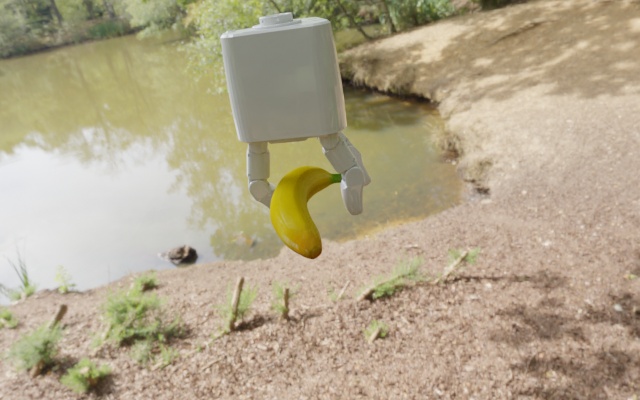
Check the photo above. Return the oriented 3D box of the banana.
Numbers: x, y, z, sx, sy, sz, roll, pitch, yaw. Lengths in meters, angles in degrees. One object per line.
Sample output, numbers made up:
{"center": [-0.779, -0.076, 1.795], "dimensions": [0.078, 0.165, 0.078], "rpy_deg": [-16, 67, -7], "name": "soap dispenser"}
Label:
{"center": [-0.018, 0.001, 0.492], "dimensions": [0.069, 0.037, 0.197], "rpy_deg": [-1, 24, 12], "name": "banana"}
